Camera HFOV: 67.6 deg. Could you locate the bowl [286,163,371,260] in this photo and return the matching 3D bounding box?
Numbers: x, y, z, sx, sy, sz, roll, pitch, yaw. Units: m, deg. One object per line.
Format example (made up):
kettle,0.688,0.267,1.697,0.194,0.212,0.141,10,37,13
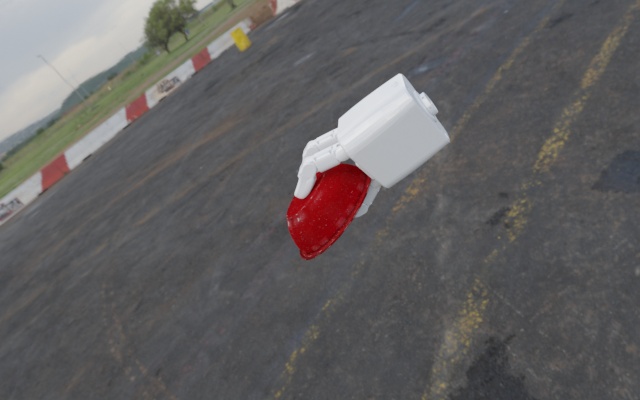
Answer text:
bowl,-0.001,0.003,0.680,0.055,0.162,0.162,35,-11,-16
